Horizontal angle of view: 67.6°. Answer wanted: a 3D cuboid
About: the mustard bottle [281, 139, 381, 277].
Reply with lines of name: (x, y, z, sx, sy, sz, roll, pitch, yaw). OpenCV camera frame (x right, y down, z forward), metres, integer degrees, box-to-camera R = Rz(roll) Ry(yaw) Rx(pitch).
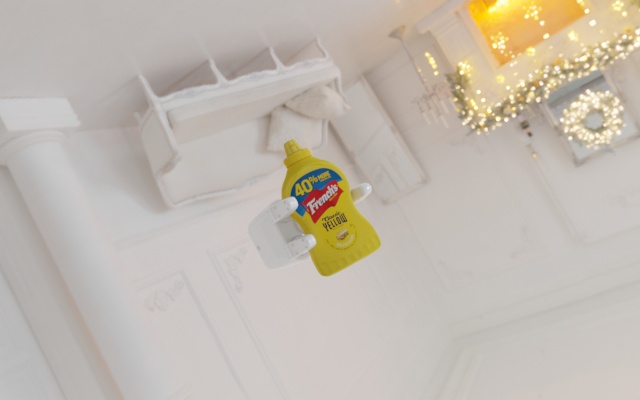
mustard bottle: (0.000, 0.002, 0.666, 0.096, 0.191, 0.058, -27, -3, -10)
